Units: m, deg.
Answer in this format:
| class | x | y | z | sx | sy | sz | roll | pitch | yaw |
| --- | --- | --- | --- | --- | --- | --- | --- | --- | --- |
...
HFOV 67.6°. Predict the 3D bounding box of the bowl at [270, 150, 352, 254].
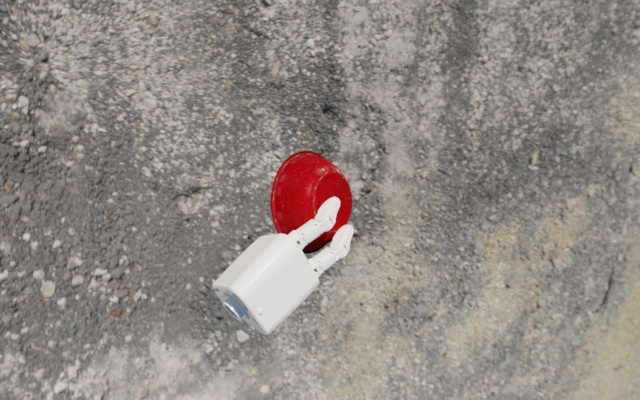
| class | x | y | z | sx | sy | sz | roll | pitch | yaw |
| --- | --- | --- | --- | --- | --- | --- | --- | --- | --- |
| bowl | 0.001 | 0.001 | 0.732 | 0.055 | 0.162 | 0.162 | 0 | 0 | 41 |
